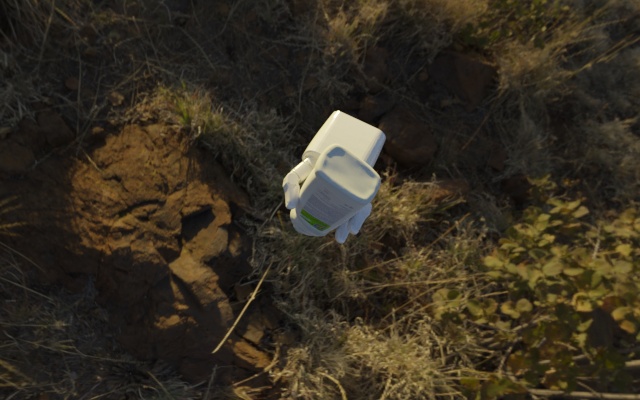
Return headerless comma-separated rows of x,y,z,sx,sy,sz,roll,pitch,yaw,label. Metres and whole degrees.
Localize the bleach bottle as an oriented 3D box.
0.000,0.003,0.792,0.102,0.068,0.251,36,-28,-6,bleach bottle
